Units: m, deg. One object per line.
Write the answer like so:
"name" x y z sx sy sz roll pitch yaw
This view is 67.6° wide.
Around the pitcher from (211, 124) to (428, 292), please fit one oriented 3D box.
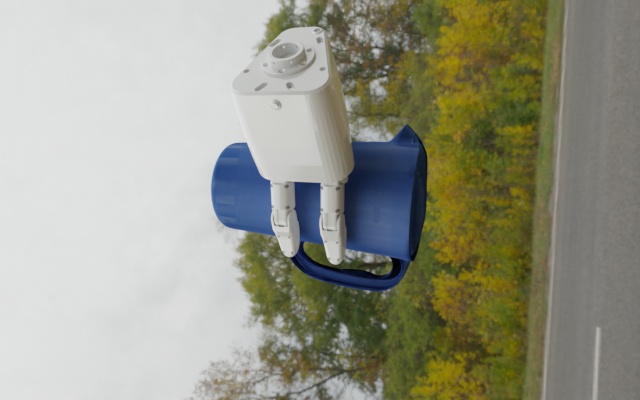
"pitcher" 0.000 0.002 0.560 0.243 0.149 0.145 5 -39 18
